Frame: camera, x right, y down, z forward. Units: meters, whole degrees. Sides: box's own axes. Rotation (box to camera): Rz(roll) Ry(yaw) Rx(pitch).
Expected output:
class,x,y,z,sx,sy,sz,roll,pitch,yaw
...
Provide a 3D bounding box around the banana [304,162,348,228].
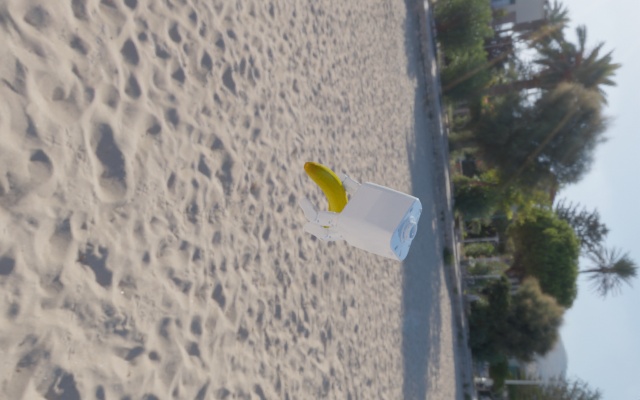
class,x,y,z,sx,sy,sz,roll,pitch,yaw
banana,0.017,-0.003,0.882,0.069,0.198,0.037,-26,46,-16
